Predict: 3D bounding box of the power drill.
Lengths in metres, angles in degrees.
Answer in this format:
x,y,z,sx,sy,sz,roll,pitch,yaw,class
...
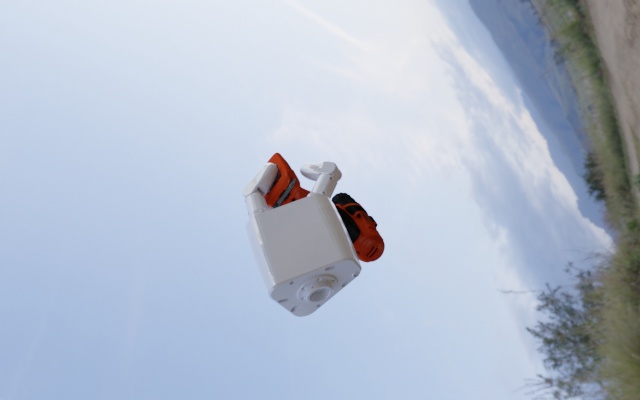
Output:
x,y,z,sx,sy,sz,roll,pitch,yaw,class
0.000,0.002,0.714,0.188,0.057,0.184,30,12,-24,power drill
